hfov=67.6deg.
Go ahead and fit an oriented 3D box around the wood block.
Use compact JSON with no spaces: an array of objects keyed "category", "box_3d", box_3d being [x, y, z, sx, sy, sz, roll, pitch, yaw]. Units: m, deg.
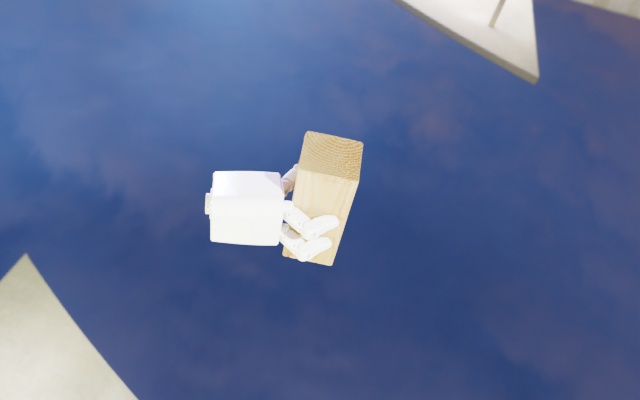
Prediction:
[{"category":"wood block","box_3d":[0.000,0.002,0.768,0.090,0.090,0.206,12,-43,-2]}]
